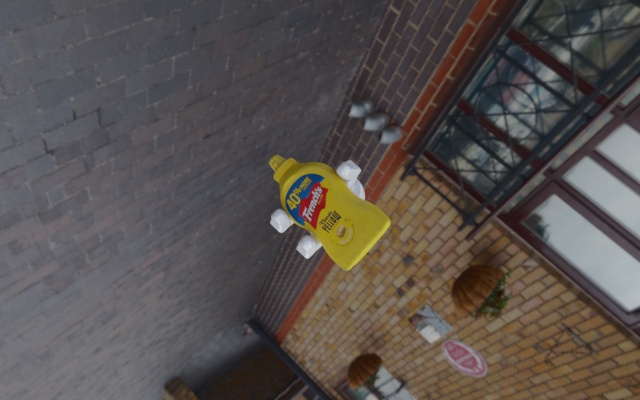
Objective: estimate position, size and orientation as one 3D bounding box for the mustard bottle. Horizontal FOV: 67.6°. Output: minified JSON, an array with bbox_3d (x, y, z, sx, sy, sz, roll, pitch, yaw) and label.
[{"bbox_3d":[0.000,0.002,0.682,0.191,0.096,0.058,43,26,11],"label":"mustard bottle"}]
